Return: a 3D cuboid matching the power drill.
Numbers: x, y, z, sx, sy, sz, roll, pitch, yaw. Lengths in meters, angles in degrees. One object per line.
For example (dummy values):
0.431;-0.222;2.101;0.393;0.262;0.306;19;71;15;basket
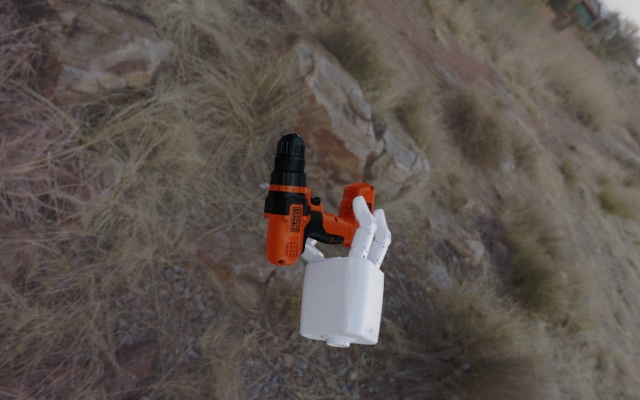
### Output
0.000;0.003;0.711;0.187;0.184;0.057;5;2;-43;power drill
